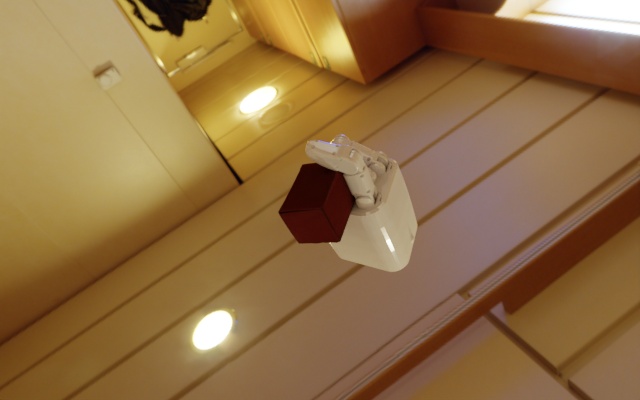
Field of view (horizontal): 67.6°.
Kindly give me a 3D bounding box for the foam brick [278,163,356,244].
[{"bbox_3d":[0.000,0.002,0.510,0.053,0.051,0.078,-4,42,29],"label":"foam brick"}]
